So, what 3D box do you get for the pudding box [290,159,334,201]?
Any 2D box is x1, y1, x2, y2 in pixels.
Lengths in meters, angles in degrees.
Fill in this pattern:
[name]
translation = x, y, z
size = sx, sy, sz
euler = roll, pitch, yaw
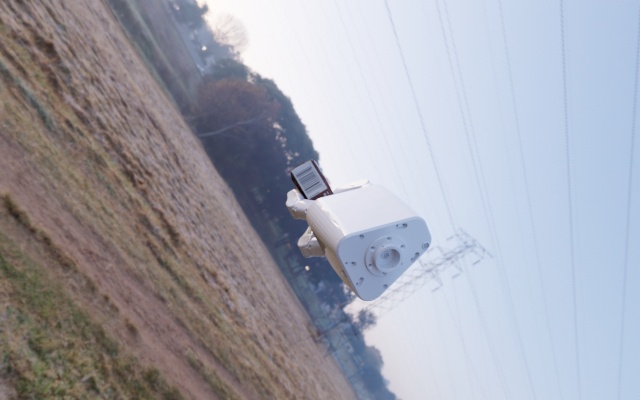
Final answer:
[pudding box]
translation = 0.000, 0.002, 0.681
size = 0.039, 0.113, 0.090
euler = -29, -3, -5
